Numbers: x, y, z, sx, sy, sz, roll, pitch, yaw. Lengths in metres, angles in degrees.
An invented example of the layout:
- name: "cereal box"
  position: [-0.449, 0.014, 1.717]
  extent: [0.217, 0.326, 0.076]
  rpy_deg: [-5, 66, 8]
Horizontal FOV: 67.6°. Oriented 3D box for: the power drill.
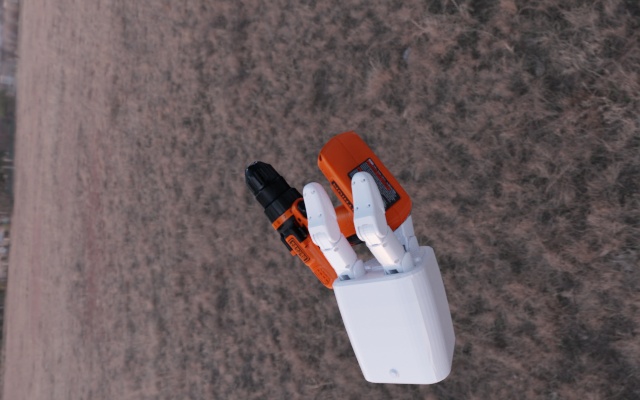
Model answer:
- name: "power drill"
  position: [0.000, 0.002, 0.526]
  extent: [0.057, 0.184, 0.188]
  rpy_deg: [-40, -1, -32]
